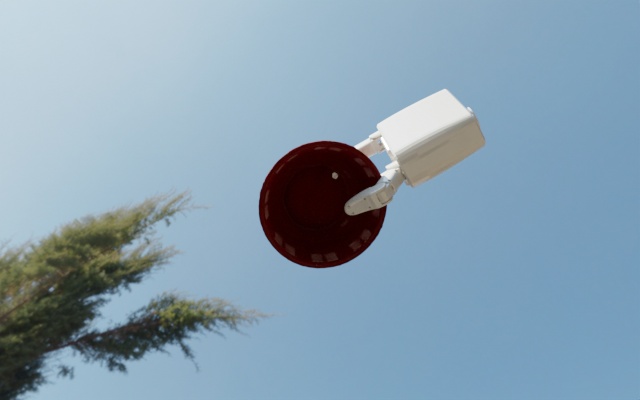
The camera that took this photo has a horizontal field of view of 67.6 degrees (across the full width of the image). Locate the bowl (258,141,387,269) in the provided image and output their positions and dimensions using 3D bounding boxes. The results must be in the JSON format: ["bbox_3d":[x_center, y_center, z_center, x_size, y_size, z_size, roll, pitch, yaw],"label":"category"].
[{"bbox_3d":[-0.001,0.002,0.610,0.162,0.162,0.055,0,12,-12],"label":"bowl"}]
